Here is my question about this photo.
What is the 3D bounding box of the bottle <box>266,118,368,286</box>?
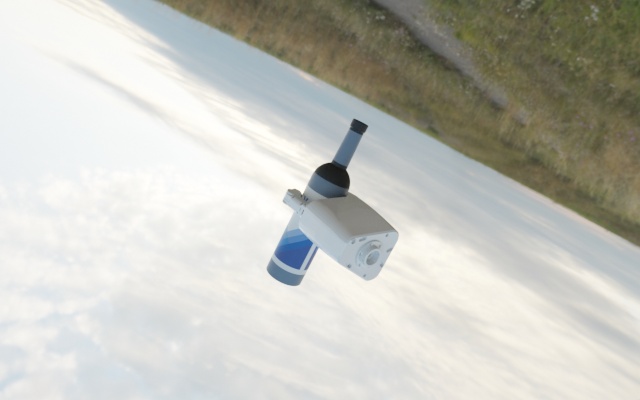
[{"bbox_3d":[0.000,0.003,0.795,0.069,0.296,0.069,25,14,-7],"label":"bottle"}]
